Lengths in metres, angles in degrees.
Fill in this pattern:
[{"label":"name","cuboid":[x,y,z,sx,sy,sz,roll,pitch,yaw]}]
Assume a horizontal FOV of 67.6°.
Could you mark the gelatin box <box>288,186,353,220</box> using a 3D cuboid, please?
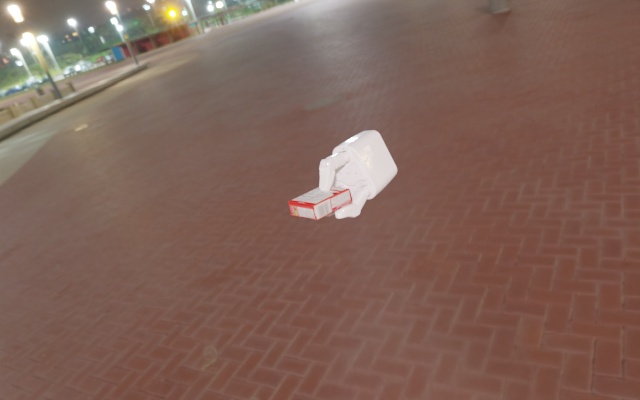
[{"label":"gelatin box","cuboid":[0.000,0.002,0.844,0.089,0.030,0.073,-26,22,-36]}]
